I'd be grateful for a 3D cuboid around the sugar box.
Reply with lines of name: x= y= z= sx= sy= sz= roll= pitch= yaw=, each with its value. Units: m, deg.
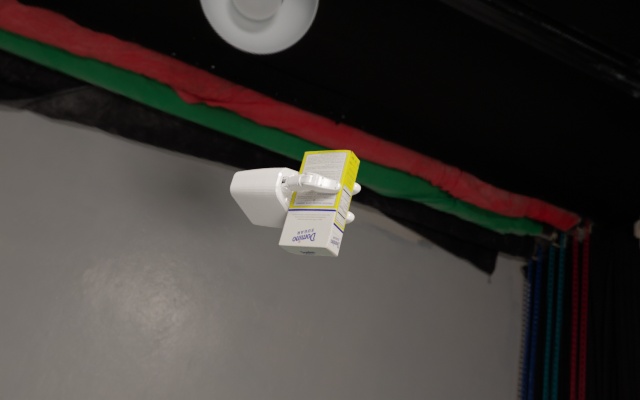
sugar box: x=0.000 y=0.003 z=0.785 sx=0.093 sy=0.176 sz=0.048 roll=1 pitch=-24 yaw=31
